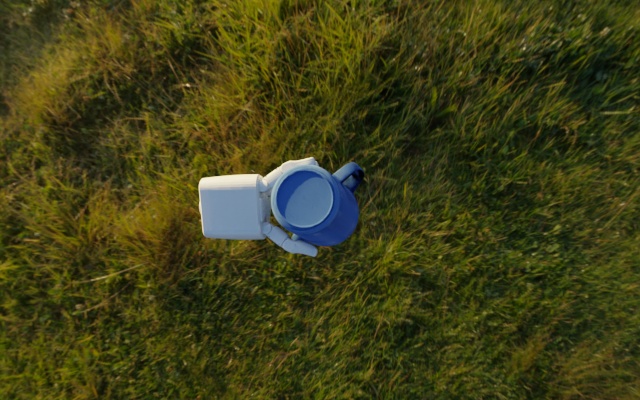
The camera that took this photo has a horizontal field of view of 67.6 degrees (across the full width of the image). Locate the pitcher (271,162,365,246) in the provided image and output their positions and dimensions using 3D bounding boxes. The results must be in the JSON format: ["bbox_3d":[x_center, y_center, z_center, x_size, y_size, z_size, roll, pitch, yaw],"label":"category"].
[{"bbox_3d":[0.000,0.003,0.828,0.145,0.149,0.243,0,-6,8],"label":"pitcher"}]
